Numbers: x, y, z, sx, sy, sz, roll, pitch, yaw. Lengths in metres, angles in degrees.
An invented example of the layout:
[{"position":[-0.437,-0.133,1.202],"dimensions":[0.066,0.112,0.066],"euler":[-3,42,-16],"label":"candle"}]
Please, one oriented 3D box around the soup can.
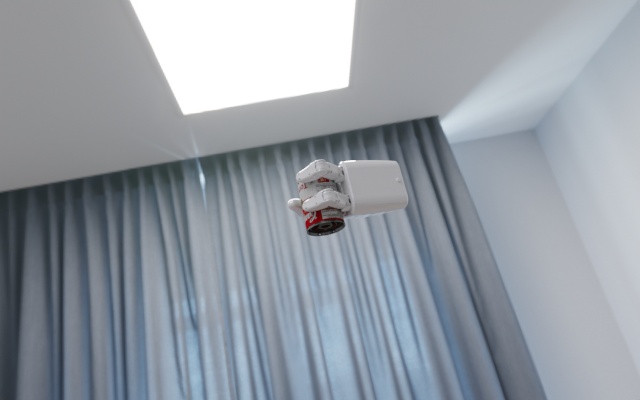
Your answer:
[{"position":[0.000,0.003,0.829],"dimensions":[0.068,0.102,0.068],"euler":[-10,-22,-4],"label":"soup can"}]
